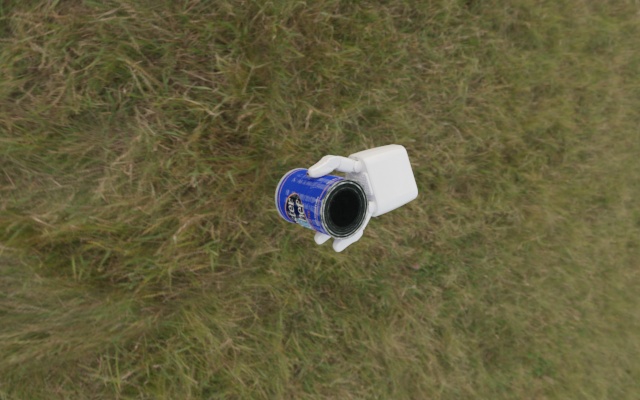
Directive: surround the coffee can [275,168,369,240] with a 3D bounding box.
[{"bbox_3d":[0.000,0.003,0.832,0.103,0.103,0.140,0,10,-37],"label":"coffee can"}]
